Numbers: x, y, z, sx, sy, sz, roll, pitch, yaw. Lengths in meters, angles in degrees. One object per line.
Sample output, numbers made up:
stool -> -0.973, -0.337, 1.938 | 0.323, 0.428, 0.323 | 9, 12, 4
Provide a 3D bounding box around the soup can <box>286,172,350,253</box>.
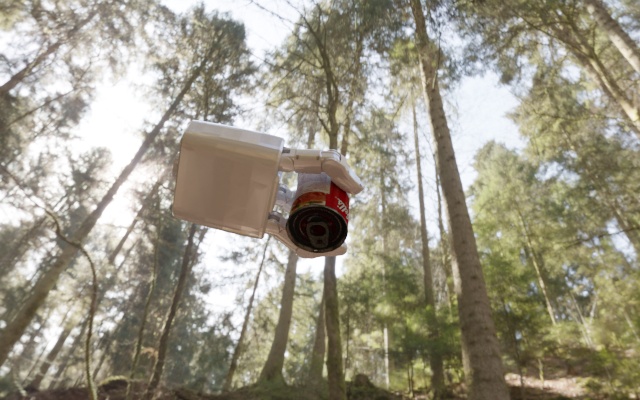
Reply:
soup can -> 0.001, 0.002, 0.554 | 0.068, 0.069, 0.102 | 0, 37, 6
